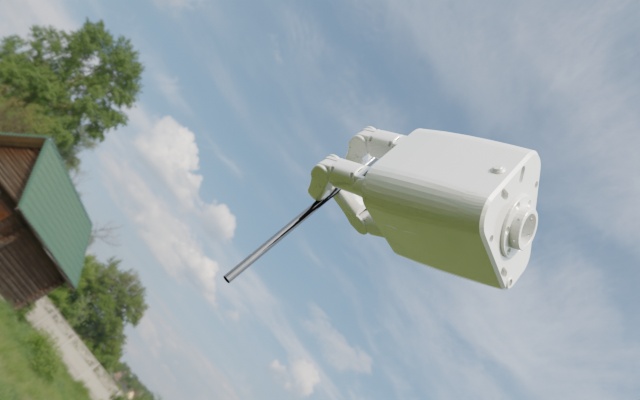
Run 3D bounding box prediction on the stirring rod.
[{"bbox_3d":[0.000,0.002,0.468,0.239,0.011,0.011,-39,22,-30],"label":"stirring rod"}]
